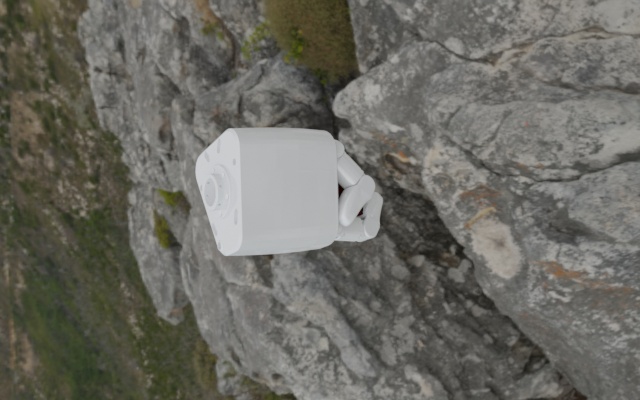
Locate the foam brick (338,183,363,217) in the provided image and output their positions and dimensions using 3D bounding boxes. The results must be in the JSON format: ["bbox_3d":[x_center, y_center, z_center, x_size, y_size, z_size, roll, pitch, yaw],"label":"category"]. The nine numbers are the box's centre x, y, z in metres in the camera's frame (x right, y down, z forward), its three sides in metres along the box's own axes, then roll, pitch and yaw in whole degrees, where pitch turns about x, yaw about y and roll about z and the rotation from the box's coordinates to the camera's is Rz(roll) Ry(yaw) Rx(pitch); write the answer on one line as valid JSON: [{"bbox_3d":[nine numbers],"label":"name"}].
[{"bbox_3d":[0.000,0.002,0.526,0.051,0.053,0.078,-3,-16,-38],"label":"foam brick"}]
